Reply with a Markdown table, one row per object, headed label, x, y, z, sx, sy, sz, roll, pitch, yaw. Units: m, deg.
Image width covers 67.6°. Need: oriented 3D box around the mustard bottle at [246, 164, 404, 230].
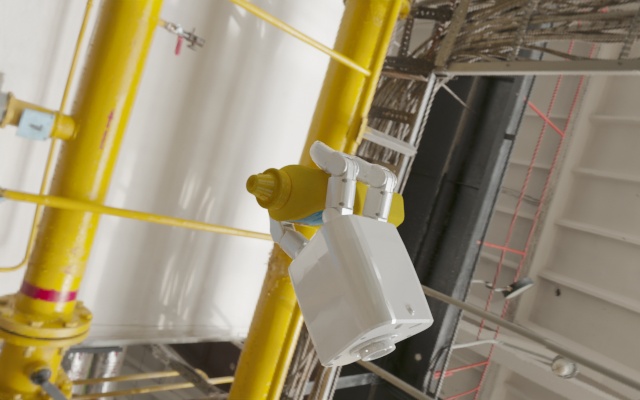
| label | x | y | z | sx | sy | sz | roll | pitch | yaw |
| --- | --- | --- | --- | --- | --- | --- | --- | --- | --- |
| mustard bottle | 0.000 | 0.001 | 0.514 | 0.096 | 0.058 | 0.192 | -12 | -18 | 41 |
